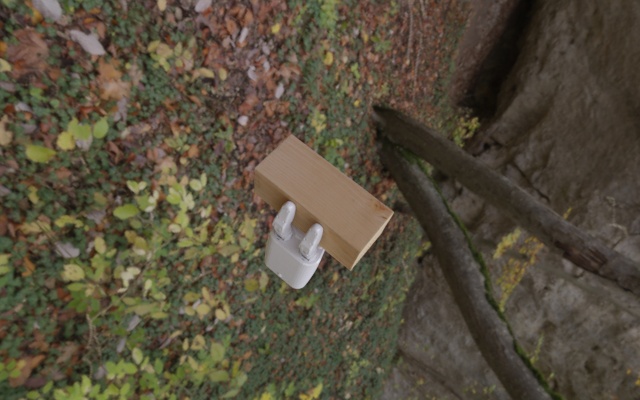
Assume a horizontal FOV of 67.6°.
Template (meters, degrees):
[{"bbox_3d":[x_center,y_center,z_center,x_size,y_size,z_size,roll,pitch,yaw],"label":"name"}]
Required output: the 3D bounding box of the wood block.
[{"bbox_3d":[0.000,0.003,0.763,0.206,0.090,0.090,38,-25,11],"label":"wood block"}]
